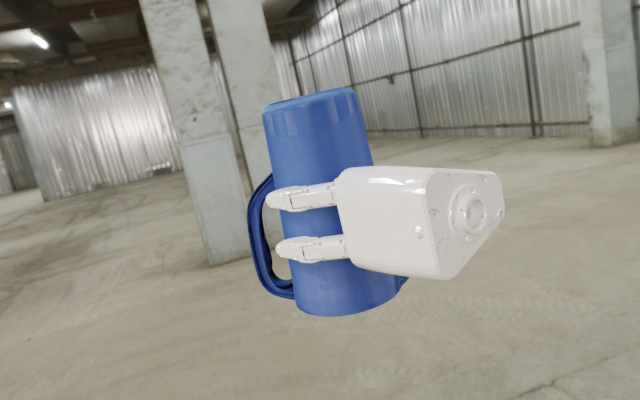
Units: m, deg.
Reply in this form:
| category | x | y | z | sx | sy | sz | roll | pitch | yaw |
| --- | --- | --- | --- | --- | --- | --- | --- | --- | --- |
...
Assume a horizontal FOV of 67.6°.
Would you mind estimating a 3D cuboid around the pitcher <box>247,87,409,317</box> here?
| category | x | y | z | sx | sy | sz | roll | pitch | yaw |
| --- | --- | --- | --- | --- | --- | --- | --- | --- | --- |
| pitcher | 0.000 | 0.002 | 0.555 | 0.149 | 0.243 | 0.145 | -20 | 13 | -33 |
